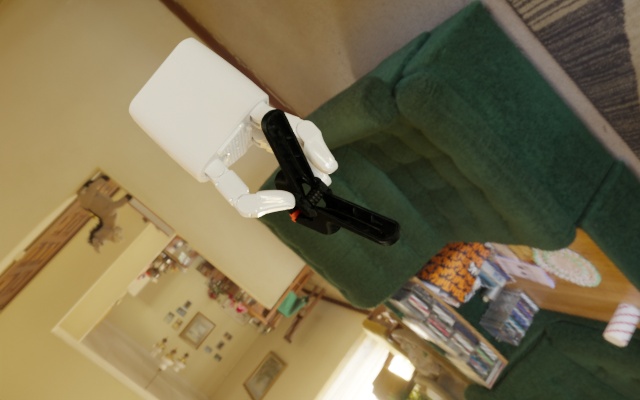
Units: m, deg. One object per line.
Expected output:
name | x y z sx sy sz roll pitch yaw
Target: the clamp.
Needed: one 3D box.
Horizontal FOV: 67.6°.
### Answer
clamp | -0.001 0.002 0.512 0.164 0.036 0.210 43 -16 6
